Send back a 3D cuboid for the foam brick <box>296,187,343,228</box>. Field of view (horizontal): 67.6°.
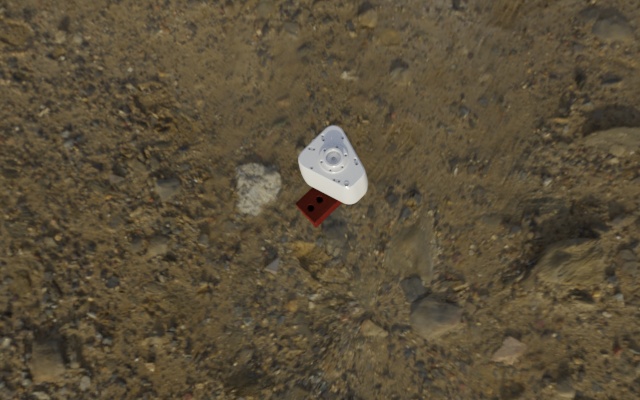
[{"bbox_3d":[0.000,0.003,0.890,0.053,0.078,0.051,45,-4,12],"label":"foam brick"}]
